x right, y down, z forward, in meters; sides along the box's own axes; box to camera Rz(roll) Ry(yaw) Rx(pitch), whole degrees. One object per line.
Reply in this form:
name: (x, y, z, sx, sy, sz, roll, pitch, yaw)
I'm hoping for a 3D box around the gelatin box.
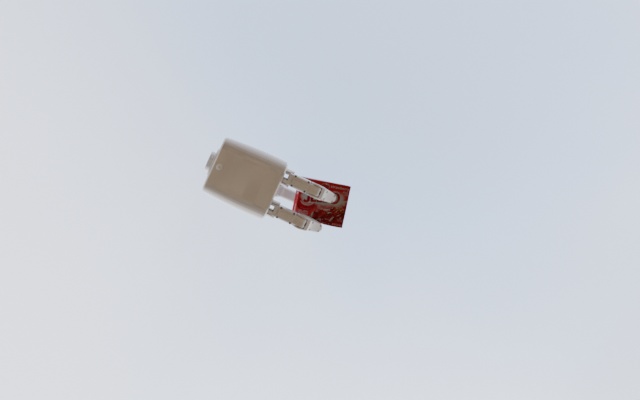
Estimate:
gelatin box: (0.000, 0.003, 0.806, 0.089, 0.073, 0.030, 11, 4, -16)
